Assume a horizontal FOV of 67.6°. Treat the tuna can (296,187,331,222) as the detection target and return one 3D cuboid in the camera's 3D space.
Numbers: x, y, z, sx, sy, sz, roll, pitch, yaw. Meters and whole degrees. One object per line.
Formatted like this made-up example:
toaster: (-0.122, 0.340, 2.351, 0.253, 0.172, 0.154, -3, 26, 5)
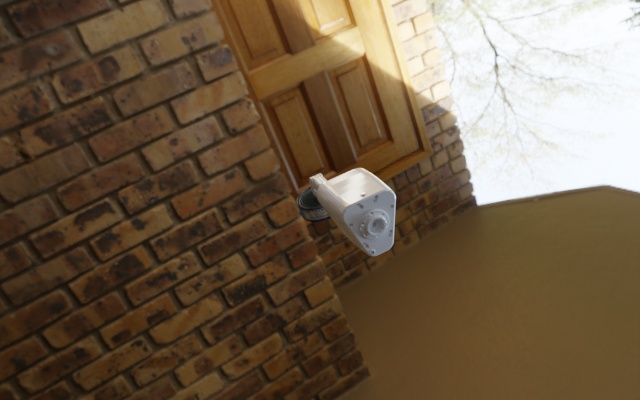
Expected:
tuna can: (0.000, 0.003, 0.895, 0.086, 0.034, 0.086, -16, 30, 9)
